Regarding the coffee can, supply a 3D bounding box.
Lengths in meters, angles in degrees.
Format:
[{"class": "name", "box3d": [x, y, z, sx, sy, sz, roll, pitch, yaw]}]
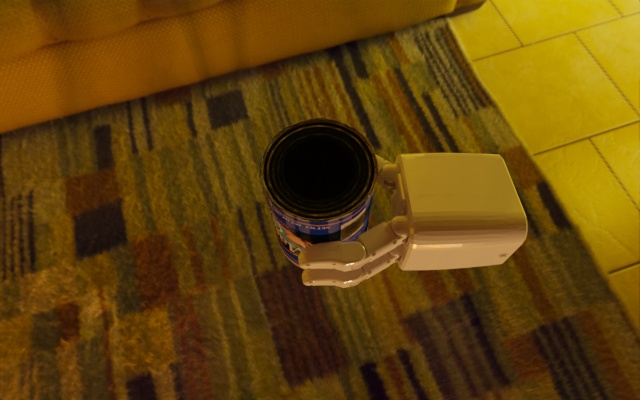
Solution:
[{"class": "coffee can", "box3d": [0.000, 0.002, 0.473, 0.103, 0.102, 0.140, 0, -26, 2]}]
